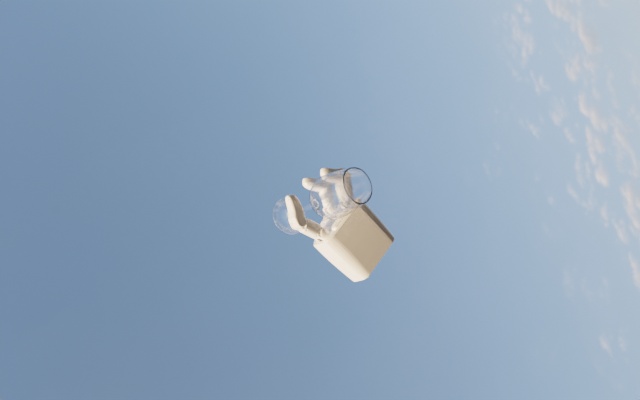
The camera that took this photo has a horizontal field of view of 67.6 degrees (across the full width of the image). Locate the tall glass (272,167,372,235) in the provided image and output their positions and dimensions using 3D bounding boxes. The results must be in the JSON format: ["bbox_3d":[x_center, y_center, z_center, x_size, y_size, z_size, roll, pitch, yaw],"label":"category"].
[{"bbox_3d":[0.000,0.003,0.828,0.079,0.079,0.201,0,-16,-38],"label":"tall glass"}]
